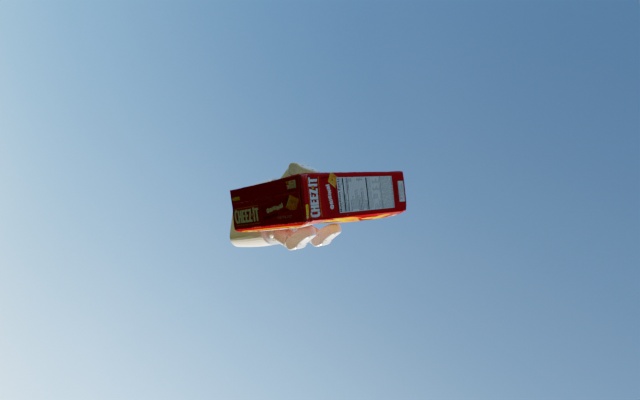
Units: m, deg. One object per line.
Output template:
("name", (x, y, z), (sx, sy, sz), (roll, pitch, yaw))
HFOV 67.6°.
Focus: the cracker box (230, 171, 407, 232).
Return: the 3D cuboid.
("cracker box", (0.000, 0.002, 0.718), (0.213, 0.072, 0.164), (-5, -4, -43))
